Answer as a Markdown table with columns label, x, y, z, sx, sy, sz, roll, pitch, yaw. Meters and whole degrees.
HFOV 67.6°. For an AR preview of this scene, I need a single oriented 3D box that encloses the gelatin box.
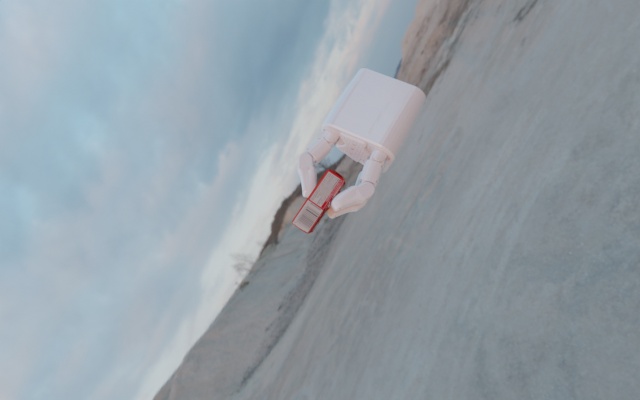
| label | x | y | z | sx | sy | sz | roll | pitch | yaw |
| --- | --- | --- | --- | --- | --- | --- | --- | --- | --- |
| gelatin box | 0.000 | 0.002 | 0.653 | 0.030 | 0.089 | 0.073 | 35 | 0 | 4 |
